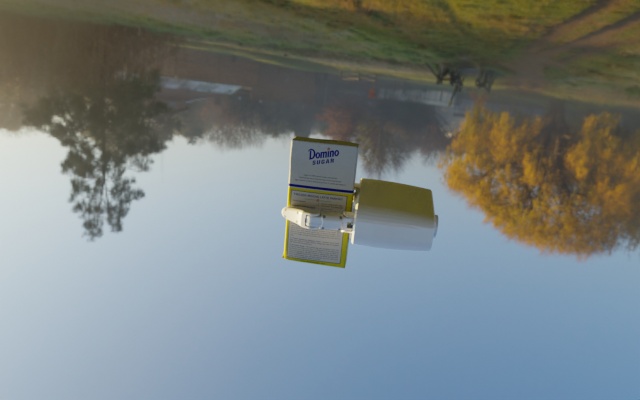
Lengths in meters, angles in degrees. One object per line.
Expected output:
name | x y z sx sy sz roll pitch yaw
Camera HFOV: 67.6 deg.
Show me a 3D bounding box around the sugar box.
sugar box | 0.000 0.002 0.676 0.093 0.176 0.048 7 13 5
